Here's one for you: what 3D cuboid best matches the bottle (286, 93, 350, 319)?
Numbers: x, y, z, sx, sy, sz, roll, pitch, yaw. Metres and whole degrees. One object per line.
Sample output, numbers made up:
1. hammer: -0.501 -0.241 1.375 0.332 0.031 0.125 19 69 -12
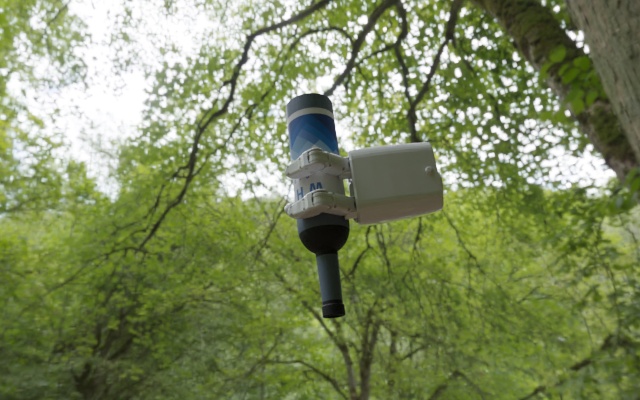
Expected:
1. bottle: 0.000 0.002 0.620 0.069 0.295 0.069 -6 -22 -2
